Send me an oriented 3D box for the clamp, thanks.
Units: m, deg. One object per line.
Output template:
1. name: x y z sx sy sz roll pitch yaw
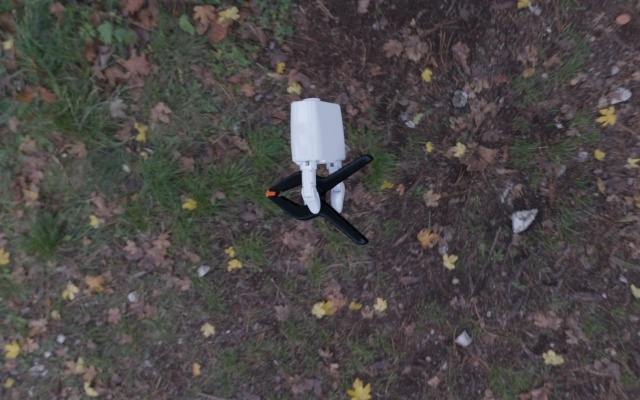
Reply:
1. clamp: -0.001 0.003 0.893 0.210 0.164 0.036 -3 0 18
